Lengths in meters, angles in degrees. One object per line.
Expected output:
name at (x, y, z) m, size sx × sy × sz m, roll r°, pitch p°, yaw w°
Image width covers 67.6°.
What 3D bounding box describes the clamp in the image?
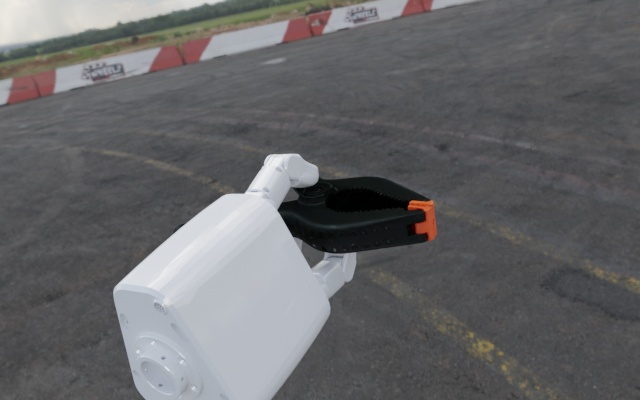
clamp at (0.000, 0.001, 0.413) m, size 0.210 × 0.036 × 0.164 m, roll 2°, pitch 30°, yaw 28°
